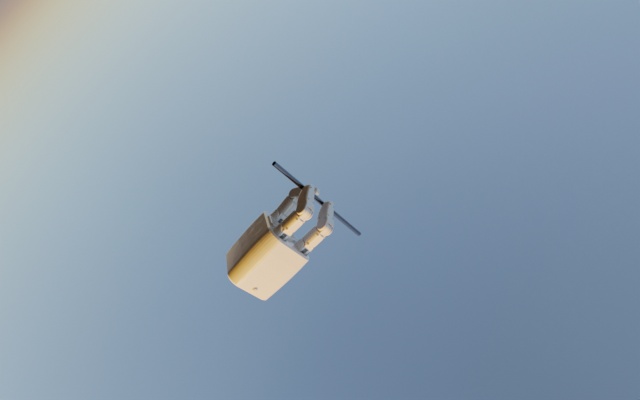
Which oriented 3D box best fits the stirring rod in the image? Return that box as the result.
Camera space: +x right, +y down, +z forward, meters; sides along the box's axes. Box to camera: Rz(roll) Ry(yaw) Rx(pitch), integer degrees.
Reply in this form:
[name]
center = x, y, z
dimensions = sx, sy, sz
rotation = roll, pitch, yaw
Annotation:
[stirring rod]
center = 0.000, 0.003, 0.810
dimensions = 0.011, 0.011, 0.240
rotation = 0, -30, 43
